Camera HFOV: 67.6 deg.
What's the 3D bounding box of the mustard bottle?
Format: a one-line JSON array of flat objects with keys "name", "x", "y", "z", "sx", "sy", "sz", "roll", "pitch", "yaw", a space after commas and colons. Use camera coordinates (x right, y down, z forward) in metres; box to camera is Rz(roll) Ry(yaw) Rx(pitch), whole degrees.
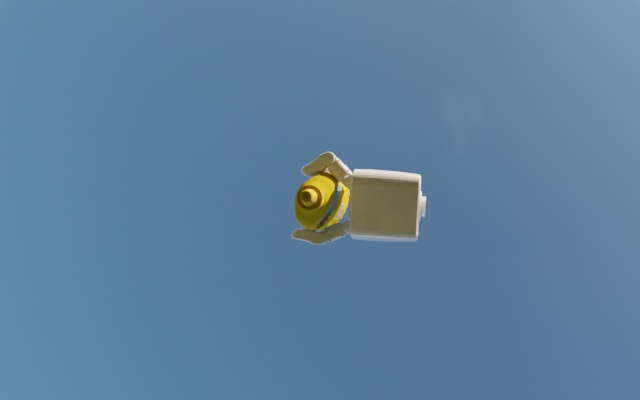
[{"name": "mustard bottle", "x": 0.000, "y": 0.003, "z": 0.789, "sx": 0.058, "sy": 0.096, "sz": 0.191, "roll": 29, "pitch": 2, "yaw": 13}]
